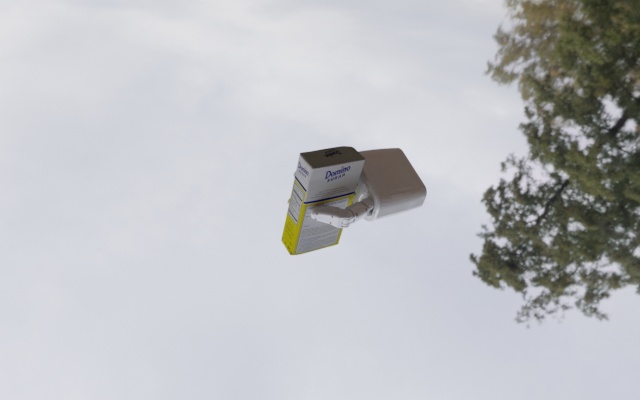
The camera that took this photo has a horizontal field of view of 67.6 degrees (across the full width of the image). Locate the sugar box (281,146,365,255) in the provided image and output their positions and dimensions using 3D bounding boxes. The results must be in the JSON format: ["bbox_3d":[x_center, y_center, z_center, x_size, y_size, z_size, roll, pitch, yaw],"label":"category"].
[{"bbox_3d":[0.000,0.002,0.730,0.093,0.176,0.048,-12,43,-31],"label":"sugar box"}]
